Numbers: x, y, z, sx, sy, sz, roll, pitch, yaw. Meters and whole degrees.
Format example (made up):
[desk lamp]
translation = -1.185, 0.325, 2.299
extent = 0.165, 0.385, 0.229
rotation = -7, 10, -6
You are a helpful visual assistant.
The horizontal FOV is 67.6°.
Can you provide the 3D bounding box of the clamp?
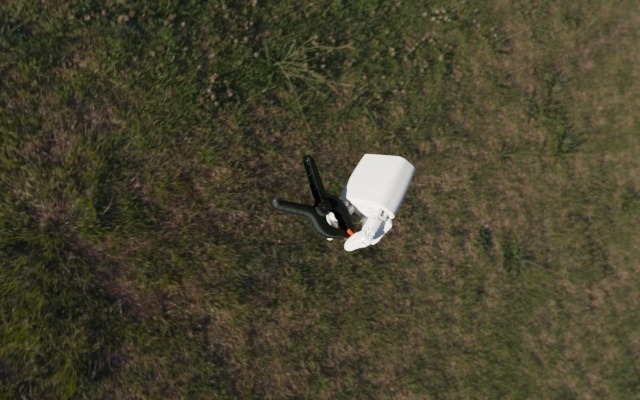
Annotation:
[clamp]
translation = 0.000, 0.003, 0.857
extent = 0.171, 0.120, 0.039
rotation = 36, -17, -22
